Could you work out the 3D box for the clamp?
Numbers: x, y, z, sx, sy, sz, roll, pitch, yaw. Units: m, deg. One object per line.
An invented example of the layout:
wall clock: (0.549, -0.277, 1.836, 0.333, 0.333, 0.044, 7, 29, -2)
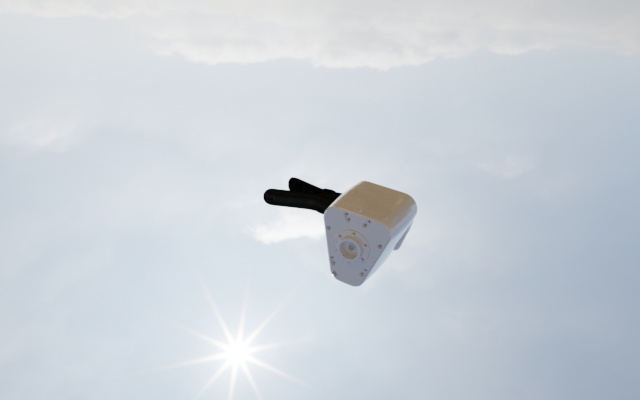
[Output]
clamp: (0.000, 0.003, 0.731, 0.171, 0.039, 0.120, 15, 22, 22)
